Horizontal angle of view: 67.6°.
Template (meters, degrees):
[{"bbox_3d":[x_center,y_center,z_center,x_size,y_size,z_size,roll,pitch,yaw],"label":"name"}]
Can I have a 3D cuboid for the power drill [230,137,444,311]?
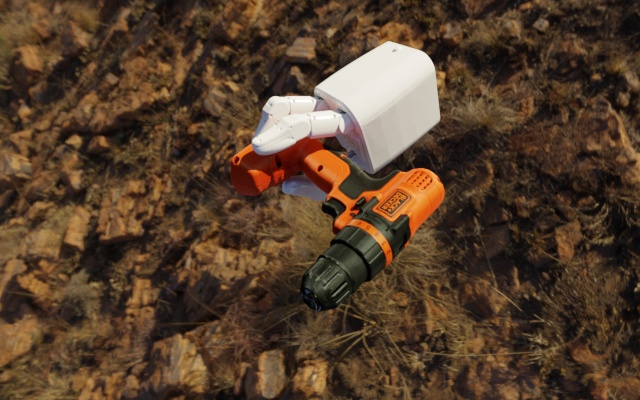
[{"bbox_3d":[0.000,0.001,0.469,0.187,0.057,0.184,34,55,26],"label":"power drill"}]
